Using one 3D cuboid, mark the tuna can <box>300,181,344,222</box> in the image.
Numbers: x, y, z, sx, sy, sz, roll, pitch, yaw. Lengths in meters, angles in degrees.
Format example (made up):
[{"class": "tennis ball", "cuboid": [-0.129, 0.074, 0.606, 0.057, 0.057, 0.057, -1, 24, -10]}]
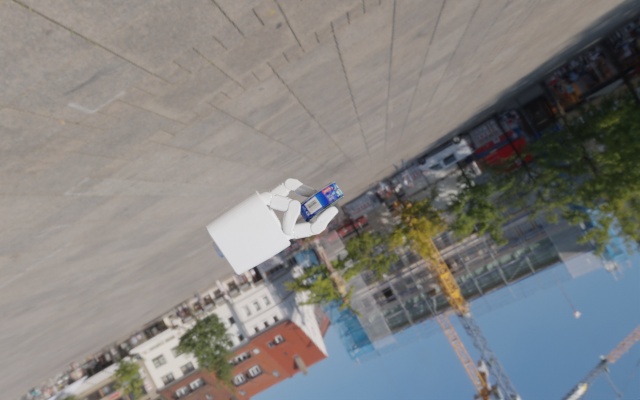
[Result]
[{"class": "tuna can", "cuboid": [0.001, 0.003, 0.867, 0.086, 0.034, 0.086, -35, -4, -3]}]
